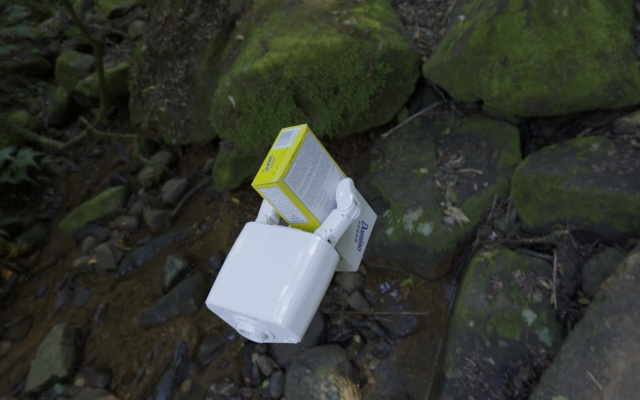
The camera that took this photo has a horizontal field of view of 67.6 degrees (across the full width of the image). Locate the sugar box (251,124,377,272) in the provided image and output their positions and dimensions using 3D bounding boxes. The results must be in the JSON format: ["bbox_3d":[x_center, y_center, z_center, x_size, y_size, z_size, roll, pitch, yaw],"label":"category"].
[{"bbox_3d":[0.000,0.002,0.583,0.048,0.093,0.176,-4,-42,37],"label":"sugar box"}]
